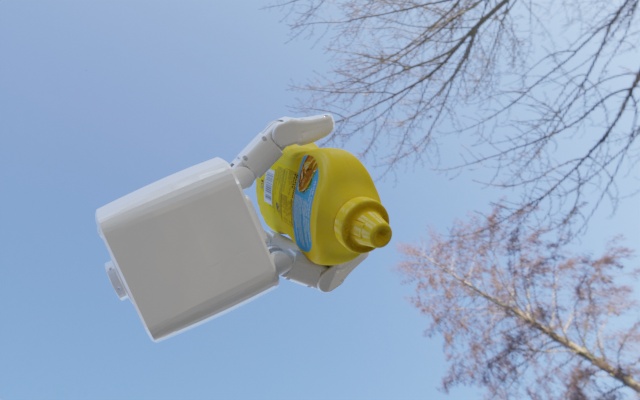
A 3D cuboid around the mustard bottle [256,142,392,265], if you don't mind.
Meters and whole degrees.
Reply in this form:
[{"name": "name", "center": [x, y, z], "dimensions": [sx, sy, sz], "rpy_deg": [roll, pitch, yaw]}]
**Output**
[{"name": "mustard bottle", "center": [0.000, 0.001, 0.407], "dimensions": [0.058, 0.096, 0.191], "rpy_deg": [1, 13, -26]}]
